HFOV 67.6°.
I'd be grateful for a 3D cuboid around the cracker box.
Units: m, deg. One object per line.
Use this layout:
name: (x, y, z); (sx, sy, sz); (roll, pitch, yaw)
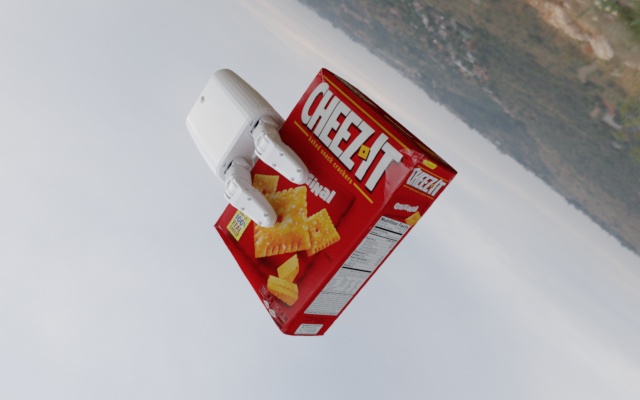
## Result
cracker box: (0.000, 0.002, 0.478); (0.072, 0.214, 0.164); (17, 26, -48)
